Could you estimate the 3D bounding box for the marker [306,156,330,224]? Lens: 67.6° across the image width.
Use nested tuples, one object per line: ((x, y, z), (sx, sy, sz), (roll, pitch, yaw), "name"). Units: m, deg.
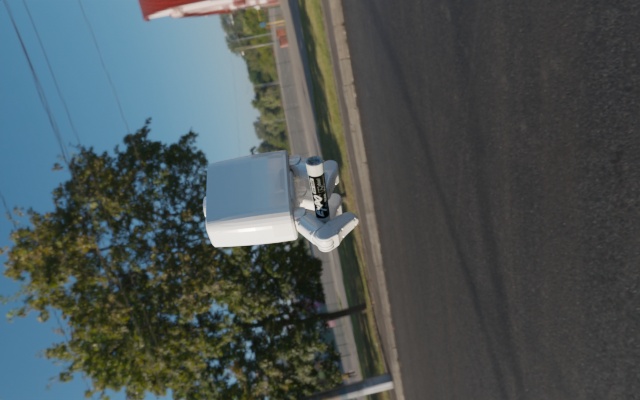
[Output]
((0.000, 0.002, 0.557), (0.020, 0.121, 0.020), (-5, 41, 5), "marker")
